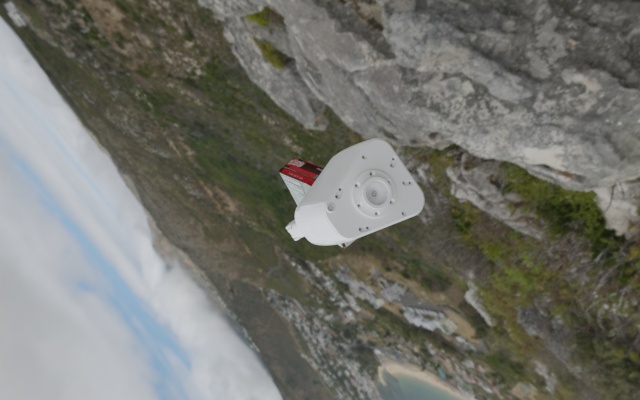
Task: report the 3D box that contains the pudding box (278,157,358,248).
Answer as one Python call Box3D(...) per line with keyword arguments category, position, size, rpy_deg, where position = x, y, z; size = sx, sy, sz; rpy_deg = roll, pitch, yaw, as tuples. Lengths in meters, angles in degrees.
Box3D(category="pudding box", position=(0.000, 0.002, 0.644), size=(0.039, 0.114, 0.090), rpy_deg=(-38, 34, -19))
